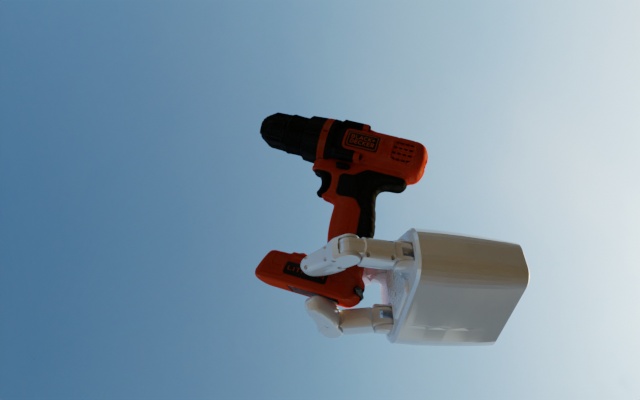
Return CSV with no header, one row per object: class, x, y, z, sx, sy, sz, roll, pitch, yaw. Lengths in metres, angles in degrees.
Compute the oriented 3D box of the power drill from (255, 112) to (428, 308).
power drill,0.000,0.002,0.488,0.184,0.187,0.057,14,-17,15
